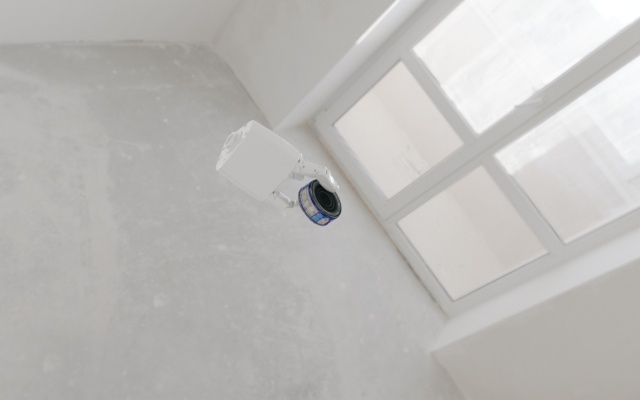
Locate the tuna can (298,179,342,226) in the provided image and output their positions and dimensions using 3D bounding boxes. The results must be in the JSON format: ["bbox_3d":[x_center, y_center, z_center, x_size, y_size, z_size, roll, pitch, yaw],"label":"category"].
[{"bbox_3d":[0.001,0.003,0.894,0.034,0.086,0.086,-34,-20,32],"label":"tuna can"}]
